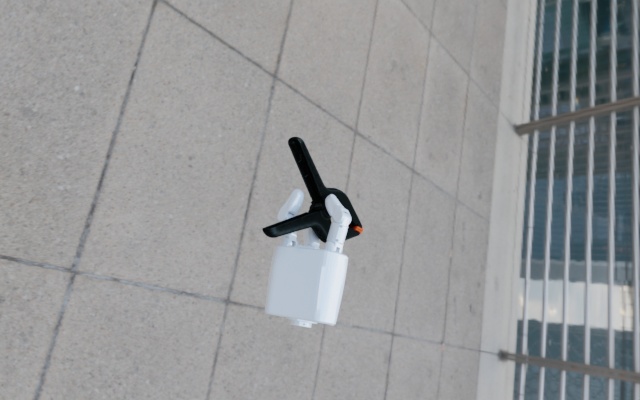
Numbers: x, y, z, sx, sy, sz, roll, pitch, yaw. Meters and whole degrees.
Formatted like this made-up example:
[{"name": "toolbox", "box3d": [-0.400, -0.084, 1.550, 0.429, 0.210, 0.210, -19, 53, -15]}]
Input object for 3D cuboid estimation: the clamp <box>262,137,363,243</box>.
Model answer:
[{"name": "clamp", "box3d": [0.001, 0.003, 0.777, 0.036, 0.164, 0.210, -4, -20, 42]}]
